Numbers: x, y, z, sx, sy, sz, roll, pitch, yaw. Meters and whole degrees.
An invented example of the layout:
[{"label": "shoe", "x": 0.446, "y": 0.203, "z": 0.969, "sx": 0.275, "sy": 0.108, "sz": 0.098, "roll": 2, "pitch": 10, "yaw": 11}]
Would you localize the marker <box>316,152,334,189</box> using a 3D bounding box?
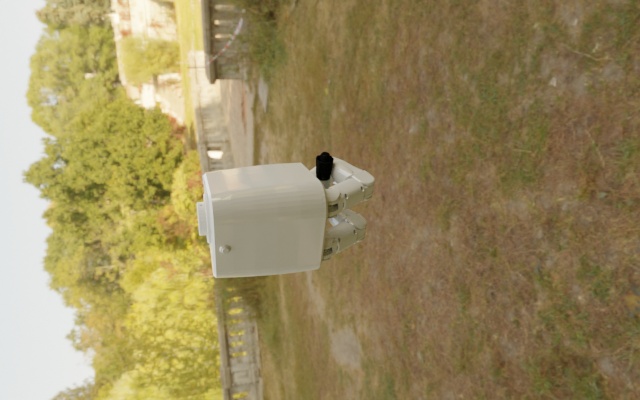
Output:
[{"label": "marker", "x": 0.000, "y": 0.002, "z": 0.525, "sx": 0.020, "sy": 0.121, "sz": 0.020, "roll": 4, "pitch": 34, "yaw": -3}]
